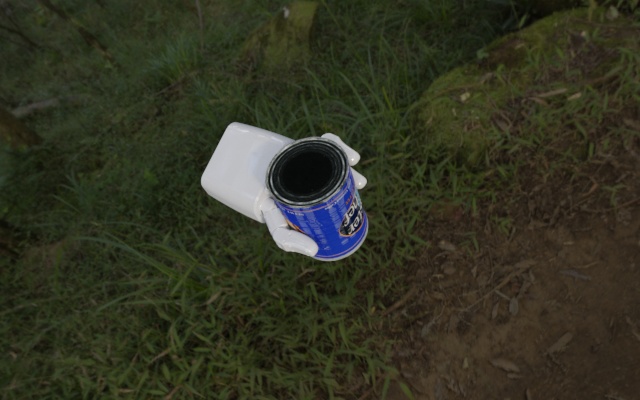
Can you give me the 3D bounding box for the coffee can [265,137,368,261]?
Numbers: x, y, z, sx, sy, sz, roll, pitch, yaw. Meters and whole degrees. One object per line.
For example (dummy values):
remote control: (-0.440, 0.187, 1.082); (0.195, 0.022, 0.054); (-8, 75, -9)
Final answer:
coffee can: (0.000, 0.002, 0.616); (0.103, 0.102, 0.140); (0, -32, 16)
